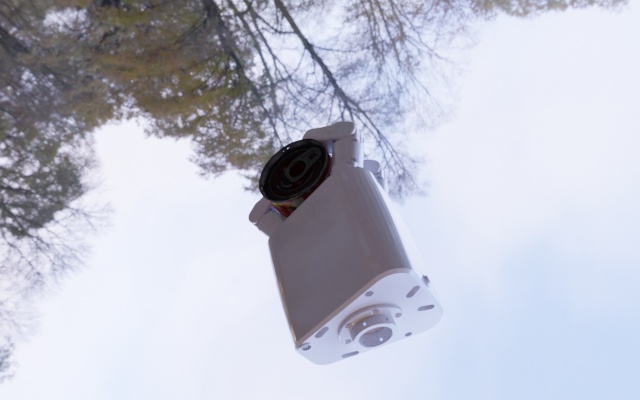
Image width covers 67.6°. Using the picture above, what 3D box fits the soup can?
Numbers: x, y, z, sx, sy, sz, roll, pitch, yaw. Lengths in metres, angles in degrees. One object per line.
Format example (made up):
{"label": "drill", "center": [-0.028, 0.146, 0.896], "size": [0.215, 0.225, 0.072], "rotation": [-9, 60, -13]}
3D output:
{"label": "soup can", "center": [0.000, 0.001, 0.440], "size": [0.068, 0.068, 0.102], "rotation": [0, -34, 36]}
